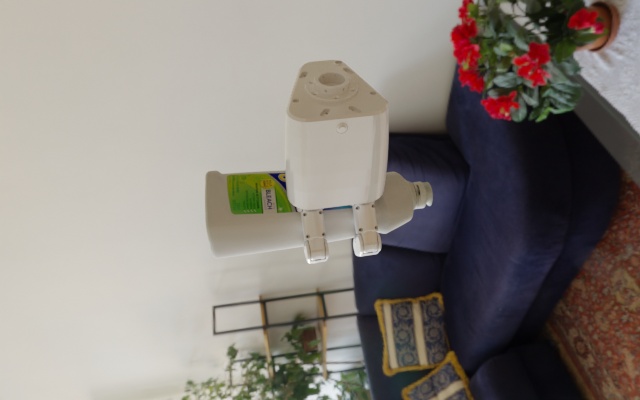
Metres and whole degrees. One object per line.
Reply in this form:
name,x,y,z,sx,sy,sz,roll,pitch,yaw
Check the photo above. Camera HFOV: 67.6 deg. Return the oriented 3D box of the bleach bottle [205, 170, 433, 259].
bleach bottle,0.000,0.002,0.544,0.251,0.068,0.102,-7,44,-7
